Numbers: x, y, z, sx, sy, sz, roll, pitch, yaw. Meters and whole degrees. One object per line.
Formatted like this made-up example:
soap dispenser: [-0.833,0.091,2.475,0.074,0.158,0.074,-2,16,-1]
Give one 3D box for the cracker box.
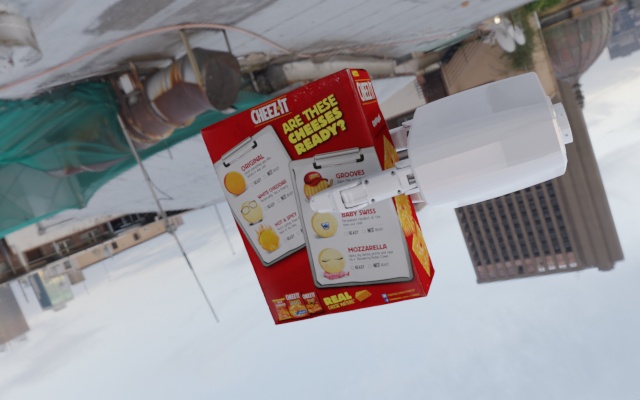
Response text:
cracker box: [0.000,0.002,0.471,0.164,0.214,0.072,-17,7,24]
